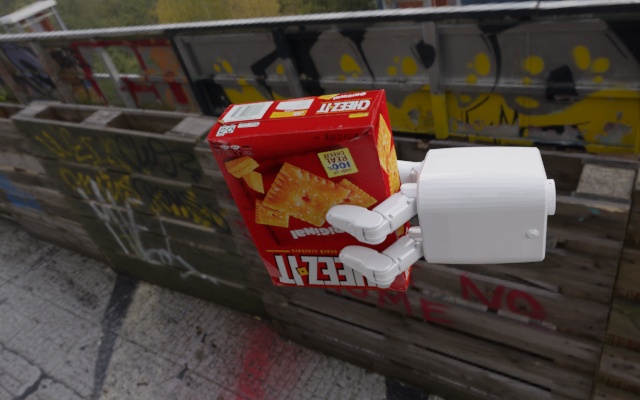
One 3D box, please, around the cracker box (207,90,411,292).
[{"bbox_3d":[0.000,0.001,0.496,0.164,0.214,0.072,-1,40,21],"label":"cracker box"}]
